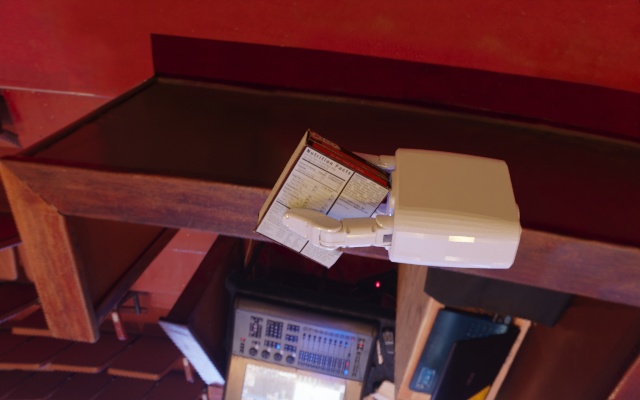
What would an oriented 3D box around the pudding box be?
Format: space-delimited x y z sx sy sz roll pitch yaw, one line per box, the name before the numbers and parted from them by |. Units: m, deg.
pudding box | 0.000 0.002 0.456 0.090 0.113 0.039 28 28 -11
